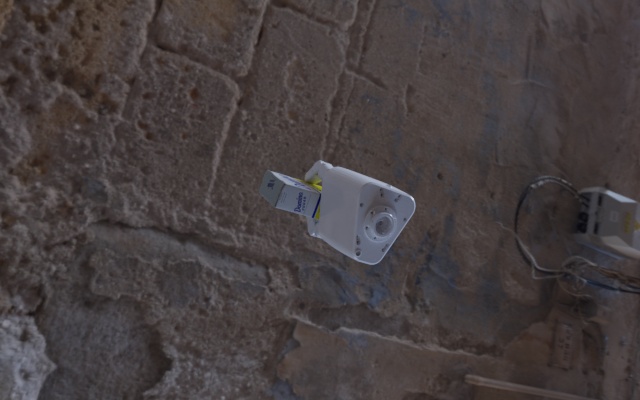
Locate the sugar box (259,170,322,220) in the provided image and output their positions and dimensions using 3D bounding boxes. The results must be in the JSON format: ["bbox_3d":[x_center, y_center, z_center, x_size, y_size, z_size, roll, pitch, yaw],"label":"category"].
[{"bbox_3d":[0.000,0.002,0.751,0.176,0.048,0.093,19,7,-27],"label":"sugar box"}]
